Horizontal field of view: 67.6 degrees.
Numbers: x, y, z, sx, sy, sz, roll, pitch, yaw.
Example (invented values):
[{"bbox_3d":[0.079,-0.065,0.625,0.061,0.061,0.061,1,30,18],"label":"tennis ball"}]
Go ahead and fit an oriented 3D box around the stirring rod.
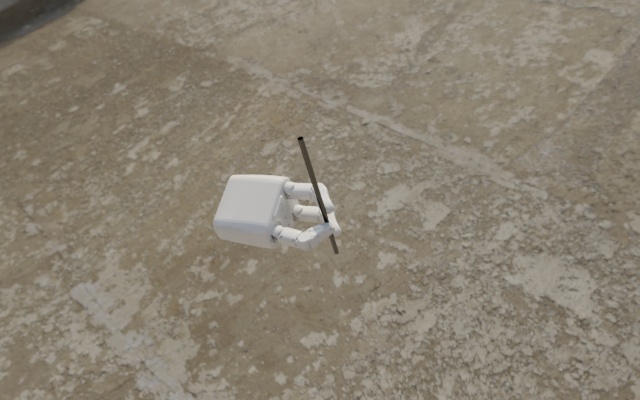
[{"bbox_3d":[0.000,0.002,0.705,0.011,0.011,0.240,0,-44,18],"label":"stirring rod"}]
